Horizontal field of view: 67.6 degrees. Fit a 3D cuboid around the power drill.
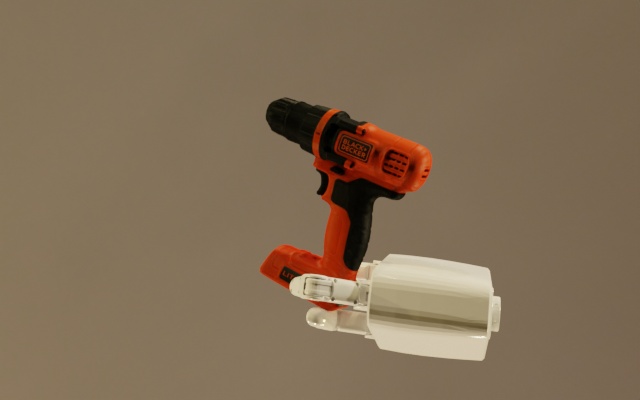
[{"bbox_3d":[0.000,0.002,0.489,0.184,0.188,0.057,26,17,26],"label":"power drill"}]
